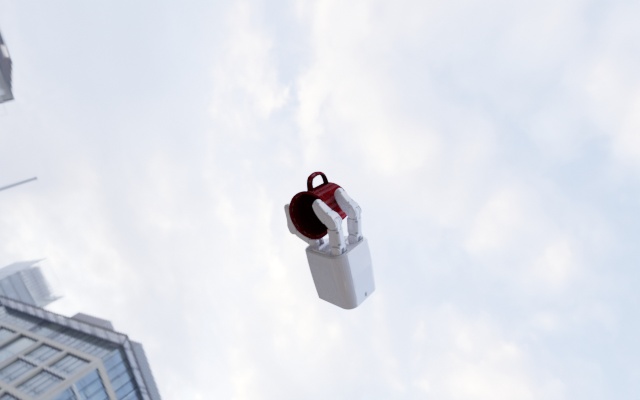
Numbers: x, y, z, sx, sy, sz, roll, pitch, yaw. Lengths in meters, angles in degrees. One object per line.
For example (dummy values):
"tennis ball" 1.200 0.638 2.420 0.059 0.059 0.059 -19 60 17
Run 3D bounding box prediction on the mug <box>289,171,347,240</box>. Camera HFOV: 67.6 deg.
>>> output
"mug" 0.000 0.001 0.880 0.093 0.117 0.081 0 19 36
